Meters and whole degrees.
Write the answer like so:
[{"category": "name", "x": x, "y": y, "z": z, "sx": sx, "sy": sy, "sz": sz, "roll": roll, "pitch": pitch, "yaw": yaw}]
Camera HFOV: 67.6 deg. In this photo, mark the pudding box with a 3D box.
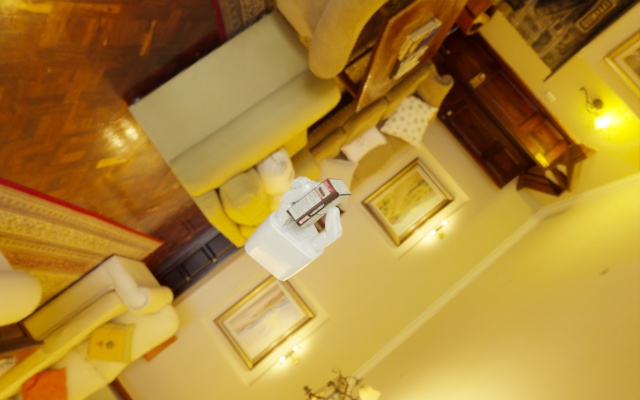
[{"category": "pudding box", "x": 0.000, "y": 0.003, "z": 0.810, "sx": 0.090, "sy": 0.039, "sz": 0.113, "roll": -39, "pitch": -6, "yaw": 11}]
